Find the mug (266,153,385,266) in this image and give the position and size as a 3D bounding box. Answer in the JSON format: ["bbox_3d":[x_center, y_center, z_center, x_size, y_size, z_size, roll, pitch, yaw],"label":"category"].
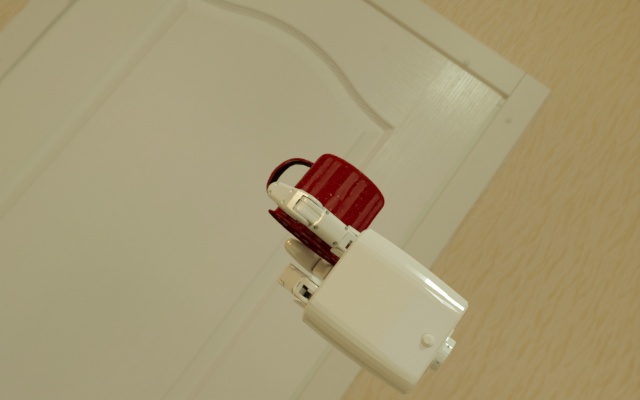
[{"bbox_3d":[-0.001,0.001,0.477,0.117,0.081,0.093,36,-9,17],"label":"mug"}]
